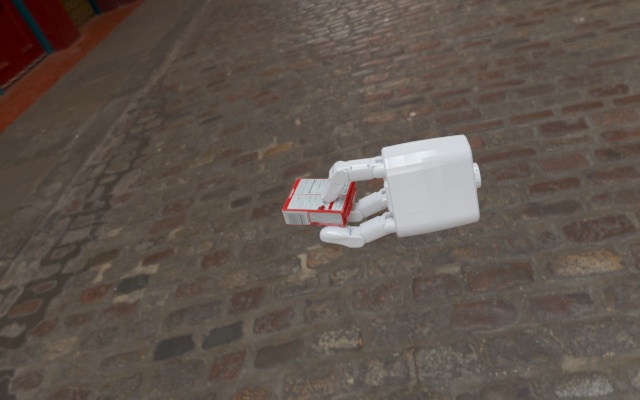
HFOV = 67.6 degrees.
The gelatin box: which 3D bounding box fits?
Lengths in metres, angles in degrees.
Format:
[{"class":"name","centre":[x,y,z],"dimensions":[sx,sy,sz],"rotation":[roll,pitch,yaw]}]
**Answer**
[{"class":"gelatin box","centre":[0.000,0.002,0.663],"dimensions":[0.089,0.030,0.073],"rotation":[1,40,17]}]
